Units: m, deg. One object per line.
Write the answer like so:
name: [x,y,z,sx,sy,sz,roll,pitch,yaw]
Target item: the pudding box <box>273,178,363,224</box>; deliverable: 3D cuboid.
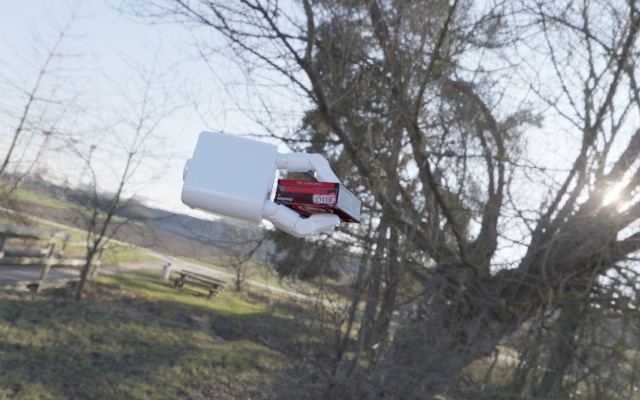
pudding box: [0.000,0.002,0.656,0.090,0.039,0.113,6,-8,22]
